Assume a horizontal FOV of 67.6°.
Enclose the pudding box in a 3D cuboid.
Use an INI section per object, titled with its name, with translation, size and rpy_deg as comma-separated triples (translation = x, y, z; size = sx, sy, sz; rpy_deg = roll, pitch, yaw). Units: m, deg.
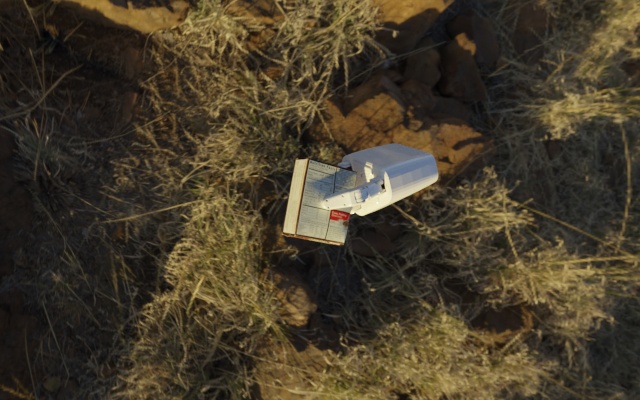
[pudding box]
translation = 0.000, 0.002, 0.684
size = 0.090, 0.113, 0.039
rpy_deg = 13, -7, -32
